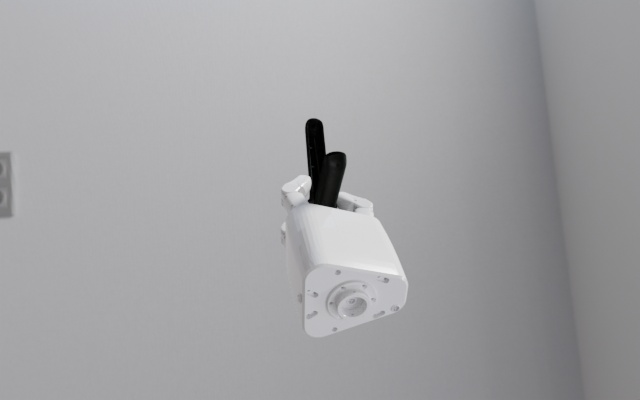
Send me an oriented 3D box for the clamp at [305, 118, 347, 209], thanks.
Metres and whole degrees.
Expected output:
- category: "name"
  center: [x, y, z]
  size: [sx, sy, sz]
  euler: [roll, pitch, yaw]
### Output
- category: "clamp"
  center: [0.001, 0.003, 0.624]
  size: [0.036, 0.210, 0.164]
  euler: [-2, 30, -9]
